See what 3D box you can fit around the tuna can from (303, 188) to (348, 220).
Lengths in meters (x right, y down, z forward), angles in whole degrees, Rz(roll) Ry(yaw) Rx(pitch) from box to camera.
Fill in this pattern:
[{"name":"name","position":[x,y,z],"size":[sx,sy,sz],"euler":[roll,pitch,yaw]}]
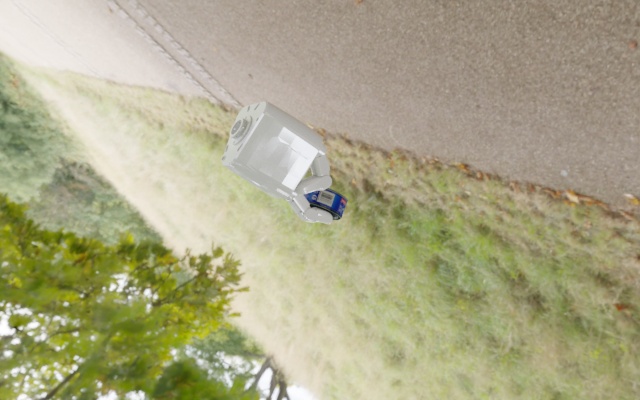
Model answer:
[{"name":"tuna can","position":[0.000,0.003,0.801],"size":[0.086,0.033,0.086],"euler":[18,-13,4]}]
